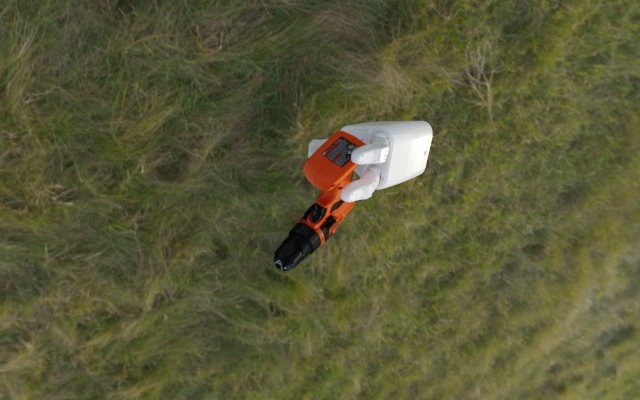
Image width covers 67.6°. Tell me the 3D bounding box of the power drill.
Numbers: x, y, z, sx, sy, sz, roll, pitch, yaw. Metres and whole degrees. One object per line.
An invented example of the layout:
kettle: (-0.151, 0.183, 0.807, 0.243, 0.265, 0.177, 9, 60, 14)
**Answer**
power drill: (0.000, 0.002, 0.702, 0.057, 0.184, 0.188, 33, -36, 13)
